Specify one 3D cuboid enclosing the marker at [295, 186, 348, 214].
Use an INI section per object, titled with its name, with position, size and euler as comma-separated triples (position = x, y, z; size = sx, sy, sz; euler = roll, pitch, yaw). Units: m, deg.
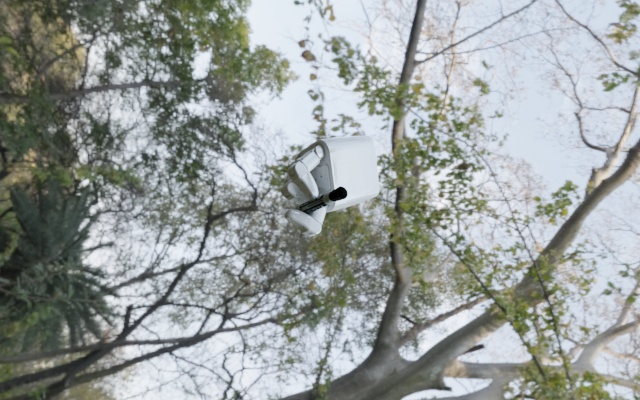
[marker]
position = 0.000, 0.002, 0.706
size = 0.020, 0.020, 0.121
euler = 0, -14, -35
